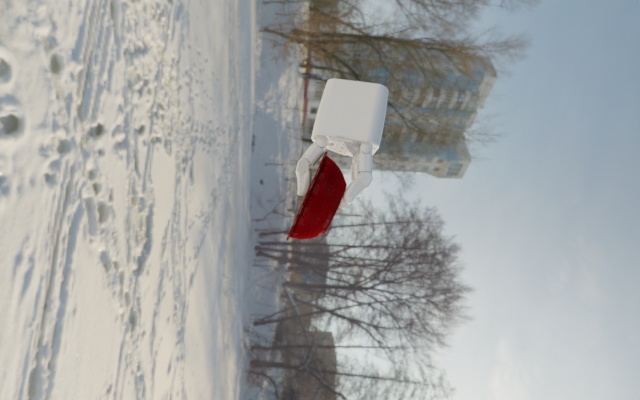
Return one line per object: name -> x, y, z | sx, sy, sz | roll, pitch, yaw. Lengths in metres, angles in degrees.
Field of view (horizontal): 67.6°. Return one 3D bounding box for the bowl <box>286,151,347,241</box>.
bowl -> 0.000, 0.004, 0.789 | 0.055, 0.162, 0.162 | 25, -1, -2
